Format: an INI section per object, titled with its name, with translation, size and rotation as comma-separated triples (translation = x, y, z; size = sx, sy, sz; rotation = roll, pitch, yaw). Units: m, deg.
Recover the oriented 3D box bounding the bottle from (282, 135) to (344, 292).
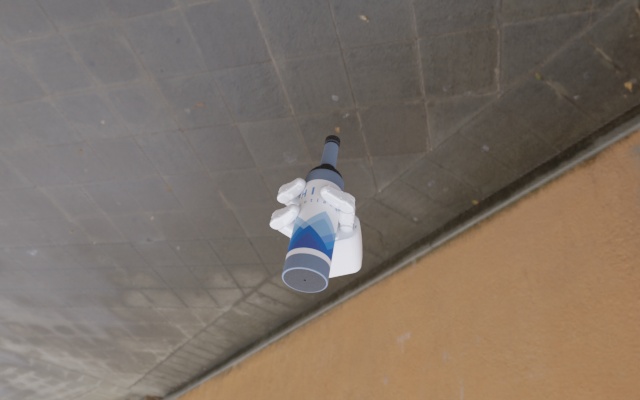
[bottle]
translation = 0.000, 0.003, 0.768
size = 0.069, 0.295, 0.069
rotation = 7, -40, 6
